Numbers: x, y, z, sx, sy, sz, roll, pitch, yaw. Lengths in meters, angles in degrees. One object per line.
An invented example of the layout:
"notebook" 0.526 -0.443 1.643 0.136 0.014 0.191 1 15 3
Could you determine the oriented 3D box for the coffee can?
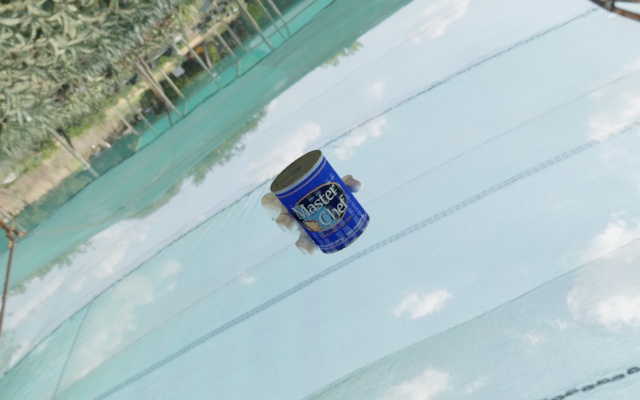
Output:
"coffee can" 0.000 0.002 0.783 0.103 0.140 0.102 -33 21 14
